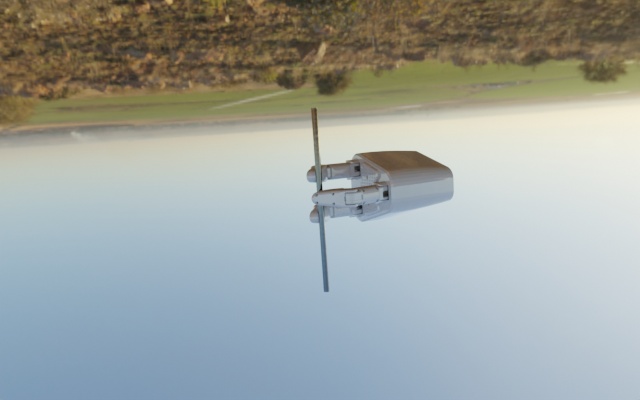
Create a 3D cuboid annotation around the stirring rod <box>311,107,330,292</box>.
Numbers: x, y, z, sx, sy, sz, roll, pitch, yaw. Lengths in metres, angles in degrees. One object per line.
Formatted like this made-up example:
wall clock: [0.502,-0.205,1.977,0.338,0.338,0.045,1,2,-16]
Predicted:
stirring rod: [0.000,0.002,0.618,0.011,0.239,0.011,-4,8,1]
